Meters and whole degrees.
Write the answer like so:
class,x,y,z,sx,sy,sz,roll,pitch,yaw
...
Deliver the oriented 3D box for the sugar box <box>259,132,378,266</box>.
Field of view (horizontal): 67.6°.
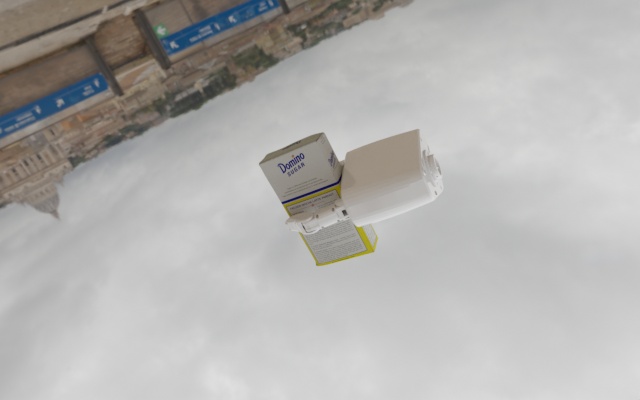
class,x,y,z,sx,sy,sz,roll,pitch,yaw
sugar box,0.000,0.002,0.654,0.093,0.176,0.048,-19,19,24
